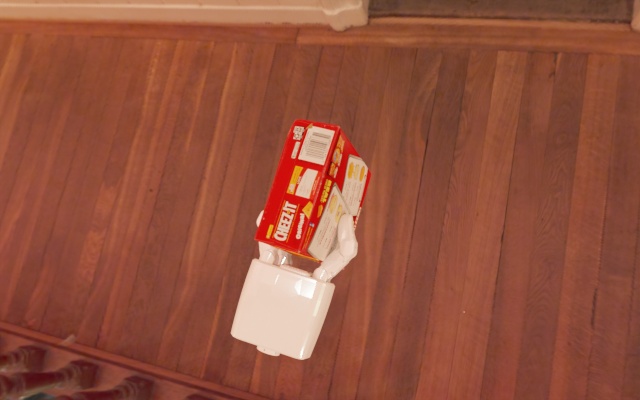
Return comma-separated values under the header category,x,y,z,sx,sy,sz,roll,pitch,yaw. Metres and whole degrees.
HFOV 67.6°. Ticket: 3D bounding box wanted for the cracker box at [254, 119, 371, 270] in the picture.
category,x,y,z,sx,sy,sz,roll,pitch,yaw
cracker box,0.000,0.002,0.674,0.072,0.164,0.214,15,-8,19
